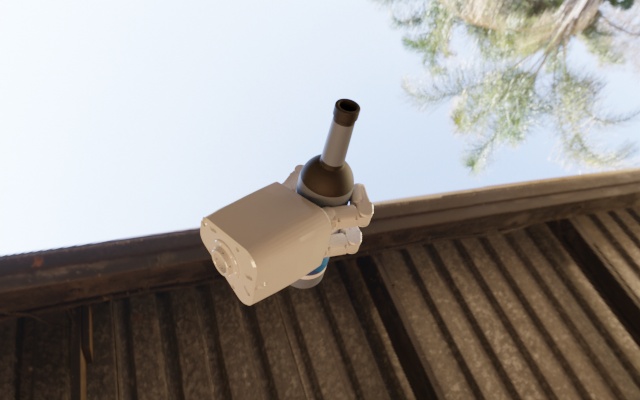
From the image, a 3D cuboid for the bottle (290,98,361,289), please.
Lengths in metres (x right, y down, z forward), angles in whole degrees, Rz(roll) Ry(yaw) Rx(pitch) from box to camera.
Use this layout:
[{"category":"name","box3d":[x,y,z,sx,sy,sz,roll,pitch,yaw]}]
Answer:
[{"category":"bottle","box3d":[0.000,0.002,0.595,0.069,0.069,0.296,0,-42,-15]}]
